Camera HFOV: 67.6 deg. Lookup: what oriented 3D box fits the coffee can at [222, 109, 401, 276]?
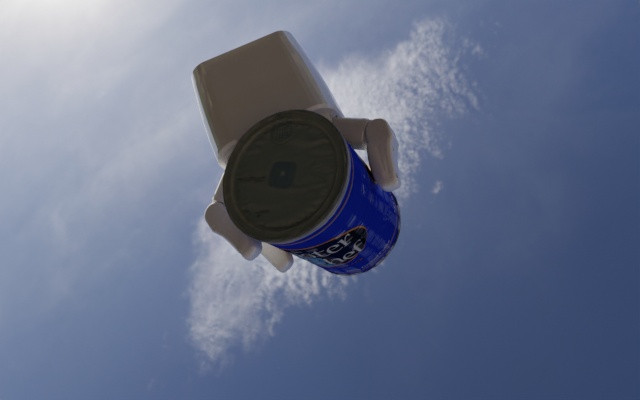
[{"bbox_3d":[0.000,0.001,0.403,0.103,0.102,0.140,0,-18,25],"label":"coffee can"}]
